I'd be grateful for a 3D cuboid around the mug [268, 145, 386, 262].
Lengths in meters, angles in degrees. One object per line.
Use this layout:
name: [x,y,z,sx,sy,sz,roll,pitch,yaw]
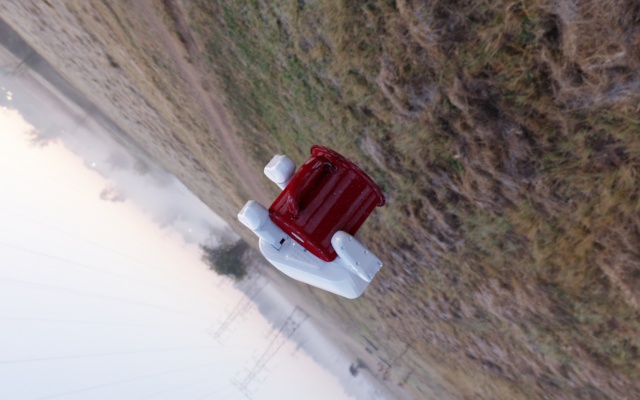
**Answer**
mug: [0.000,0.001,0.457,0.093,0.081,0.117,34,-12,24]
